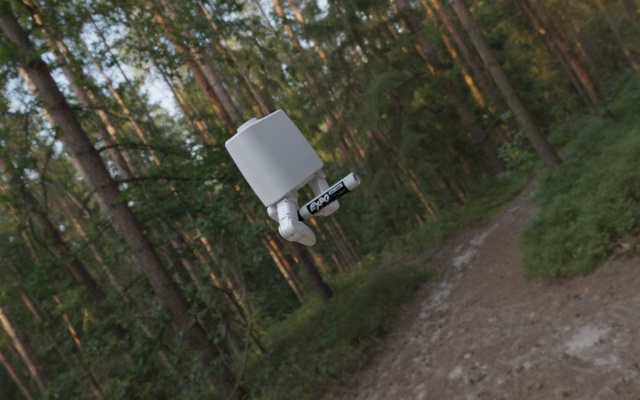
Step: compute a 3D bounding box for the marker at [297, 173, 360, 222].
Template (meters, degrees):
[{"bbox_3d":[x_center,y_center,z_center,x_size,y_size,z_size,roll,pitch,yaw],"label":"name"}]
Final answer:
[{"bbox_3d":[0.000,0.002,0.642,0.121,0.020,0.020,-34,-14,23],"label":"marker"}]
